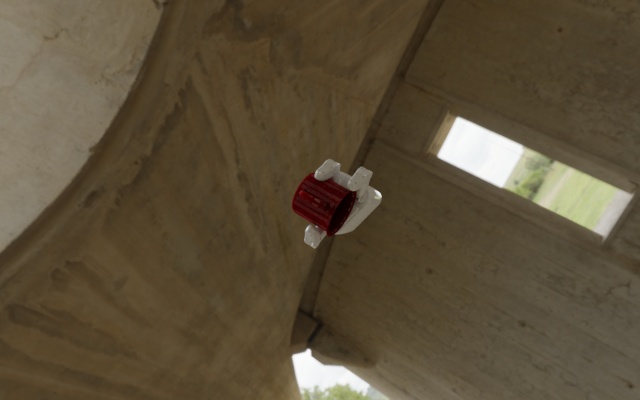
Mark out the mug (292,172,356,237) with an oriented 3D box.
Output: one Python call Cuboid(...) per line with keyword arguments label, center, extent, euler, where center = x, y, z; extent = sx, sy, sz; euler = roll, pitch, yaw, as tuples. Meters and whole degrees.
Cuboid(label="mug", center=(-0.001, 0.003, 0.820), extent=(0.081, 0.093, 0.117), euler=(30, 7, 19))
